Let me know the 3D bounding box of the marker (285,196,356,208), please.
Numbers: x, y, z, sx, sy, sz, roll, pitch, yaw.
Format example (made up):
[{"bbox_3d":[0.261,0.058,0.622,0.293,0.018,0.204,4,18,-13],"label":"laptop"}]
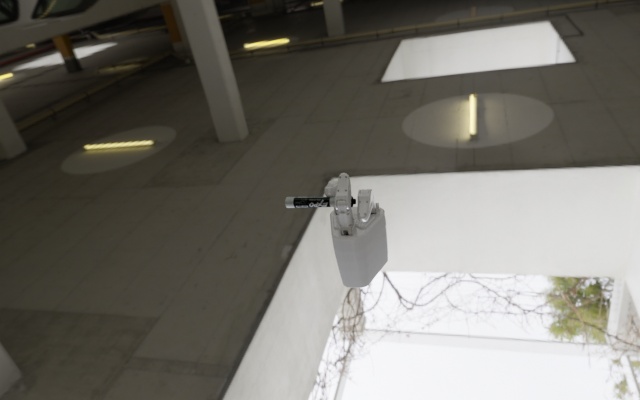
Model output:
[{"bbox_3d":[0.000,0.003,0.794,0.121,0.020,0.020,-1,0,19],"label":"marker"}]
